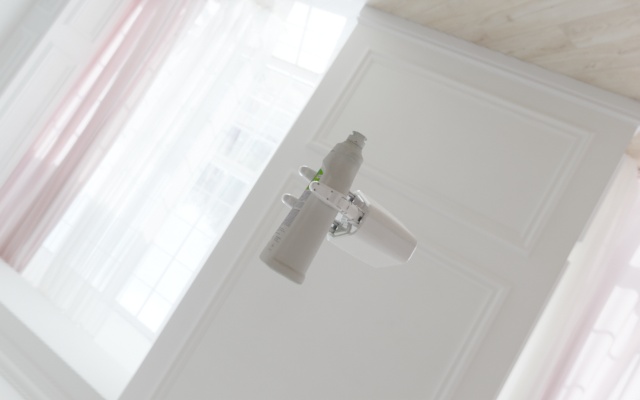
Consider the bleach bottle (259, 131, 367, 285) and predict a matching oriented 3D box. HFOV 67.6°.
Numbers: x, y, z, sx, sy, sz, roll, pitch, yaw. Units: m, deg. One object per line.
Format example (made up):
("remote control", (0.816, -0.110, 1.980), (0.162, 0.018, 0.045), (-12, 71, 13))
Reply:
("bleach bottle", (0.000, 0.002, 0.742), (0.068, 0.251, 0.102), (34, -7, -17))
